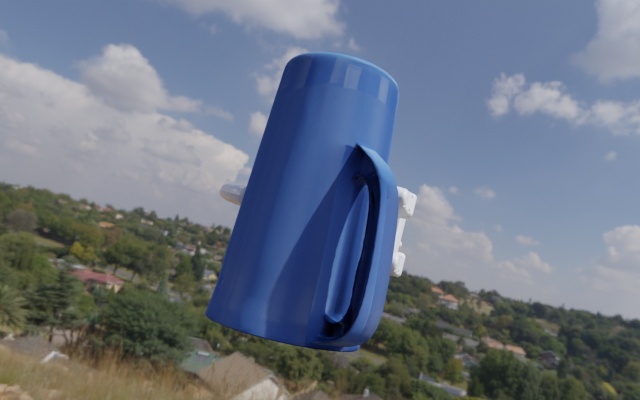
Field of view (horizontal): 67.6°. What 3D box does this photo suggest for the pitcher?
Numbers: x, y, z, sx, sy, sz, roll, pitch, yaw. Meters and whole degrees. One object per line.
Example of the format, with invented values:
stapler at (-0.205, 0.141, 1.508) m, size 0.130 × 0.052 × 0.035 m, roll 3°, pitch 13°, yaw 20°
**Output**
pitcher at (0.000, 0.001, 0.415) m, size 0.149 × 0.243 × 0.145 m, roll 12°, pitch -7°, yaw 13°
